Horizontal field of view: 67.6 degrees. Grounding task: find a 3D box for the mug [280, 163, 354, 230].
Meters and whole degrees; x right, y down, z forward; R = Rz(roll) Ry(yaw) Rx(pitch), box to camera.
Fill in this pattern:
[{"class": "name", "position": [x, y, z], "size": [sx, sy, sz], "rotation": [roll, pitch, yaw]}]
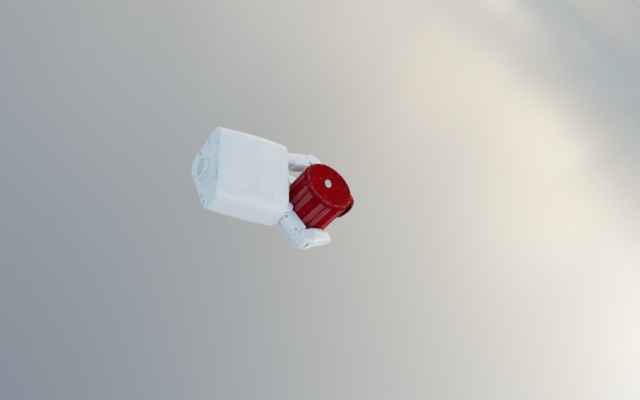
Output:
[{"class": "mug", "position": [0.001, 0.003, 0.707], "size": [0.117, 0.093, 0.081], "rotation": [14, -43, -36]}]
